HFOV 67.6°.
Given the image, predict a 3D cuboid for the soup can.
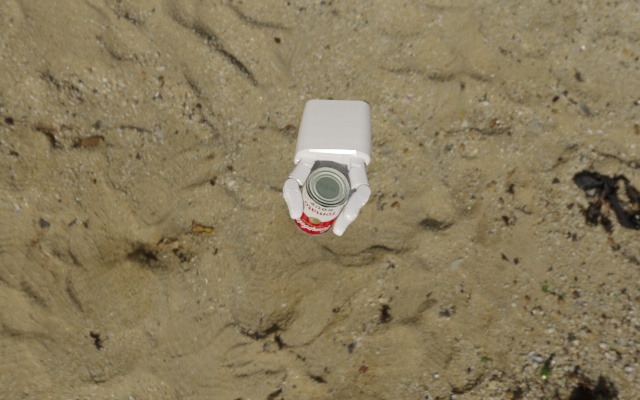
[{"bbox_3d":[0.000,0.003,0.725,0.068,0.068,0.102,0,-27,-15],"label":"soup can"}]
